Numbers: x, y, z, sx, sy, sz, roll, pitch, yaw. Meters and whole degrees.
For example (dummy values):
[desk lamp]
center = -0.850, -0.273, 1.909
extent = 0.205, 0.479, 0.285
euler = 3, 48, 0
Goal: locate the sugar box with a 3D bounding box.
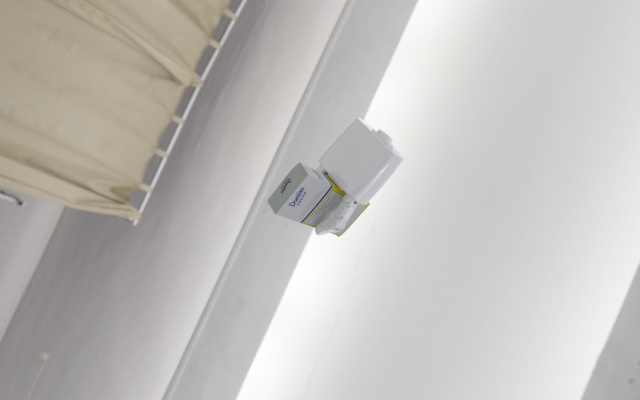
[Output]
[sugar box]
center = 0.000, 0.002, 0.855
extent = 0.176, 0.093, 0.048
euler = 25, 22, -43
